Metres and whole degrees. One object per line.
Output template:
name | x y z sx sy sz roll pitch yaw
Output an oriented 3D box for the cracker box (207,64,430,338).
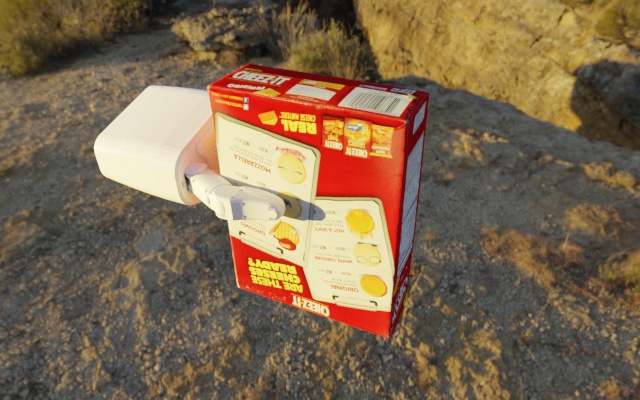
cracker box | 0.000 0.001 0.418 0.164 0.214 0.072 14 37 22
